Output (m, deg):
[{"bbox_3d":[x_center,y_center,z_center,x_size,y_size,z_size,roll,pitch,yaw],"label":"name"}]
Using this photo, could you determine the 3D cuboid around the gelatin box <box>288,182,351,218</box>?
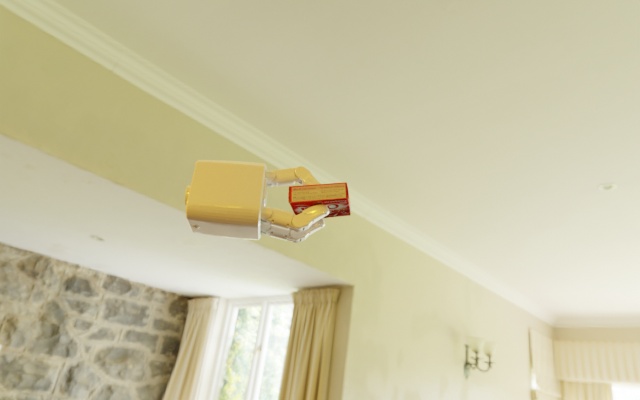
[{"bbox_3d":[0.000,0.002,0.729,0.089,0.030,0.073,-5,-22,5],"label":"gelatin box"}]
